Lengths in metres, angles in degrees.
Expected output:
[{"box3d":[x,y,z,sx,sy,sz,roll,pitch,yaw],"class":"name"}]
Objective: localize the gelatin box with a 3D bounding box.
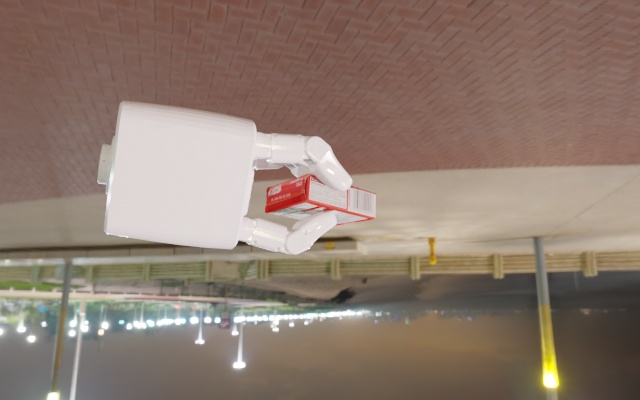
[{"box3d":[0.000,0.002,0.482,0.089,0.030,0.073,15,-17,-34],"class":"gelatin box"}]
